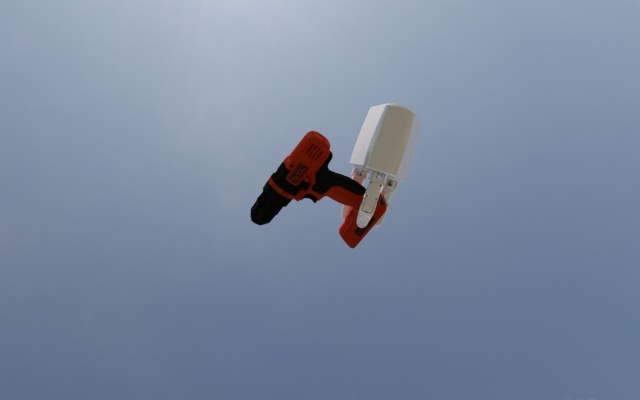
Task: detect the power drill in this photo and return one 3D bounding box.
[{"bbox_3d":[0.001,0.003,0.793,0.188,0.184,0.057,33,18,-21],"label":"power drill"}]
